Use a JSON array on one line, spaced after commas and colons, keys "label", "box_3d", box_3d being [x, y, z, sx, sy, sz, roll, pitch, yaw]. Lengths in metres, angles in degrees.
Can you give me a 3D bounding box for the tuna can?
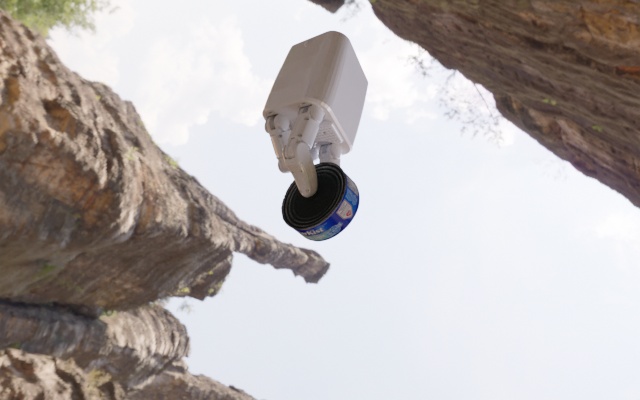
[{"label": "tuna can", "box_3d": [0.000, 0.002, 0.530, 0.086, 0.086, 0.034, 0, -31, 41]}]
